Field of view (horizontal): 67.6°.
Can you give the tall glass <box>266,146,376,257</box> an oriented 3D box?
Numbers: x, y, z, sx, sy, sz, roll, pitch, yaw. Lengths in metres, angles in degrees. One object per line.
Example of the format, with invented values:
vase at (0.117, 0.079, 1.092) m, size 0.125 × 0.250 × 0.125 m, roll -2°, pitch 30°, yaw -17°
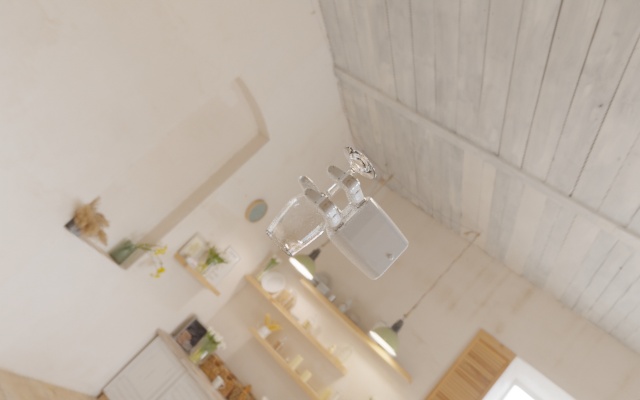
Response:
tall glass at (0.000, 0.002, 0.804) m, size 0.201 × 0.079 × 0.079 m, roll -45°, pitch 13°, yaw -14°
